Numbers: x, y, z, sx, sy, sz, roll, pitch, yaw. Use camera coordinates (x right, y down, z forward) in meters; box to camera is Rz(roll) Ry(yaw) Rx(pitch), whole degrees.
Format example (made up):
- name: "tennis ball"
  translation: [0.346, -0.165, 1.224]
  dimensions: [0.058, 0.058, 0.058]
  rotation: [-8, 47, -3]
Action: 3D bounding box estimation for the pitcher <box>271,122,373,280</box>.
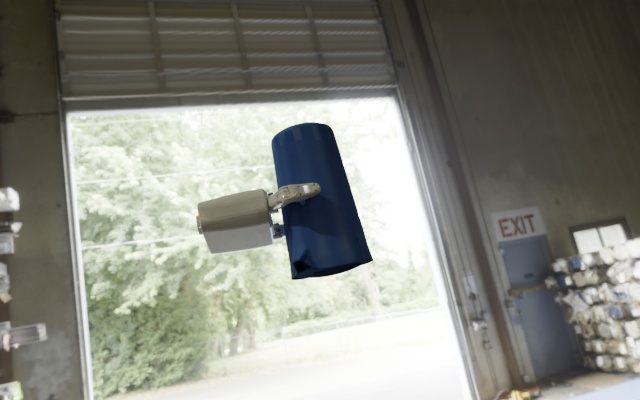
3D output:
- name: "pitcher"
  translation: [0.000, 0.003, 0.786]
  dimensions: [0.145, 0.242, 0.149]
  rotation: [-11, -13, -8]
